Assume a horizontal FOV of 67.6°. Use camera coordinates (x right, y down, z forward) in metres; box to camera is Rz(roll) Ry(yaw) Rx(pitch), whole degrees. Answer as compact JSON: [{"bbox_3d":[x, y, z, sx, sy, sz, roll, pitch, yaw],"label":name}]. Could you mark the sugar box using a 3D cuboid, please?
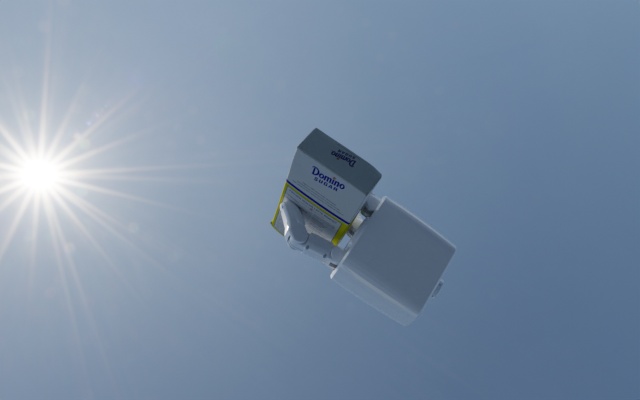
[{"bbox_3d":[0.000,0.002,0.576,0.093,0.048,0.176,35,-37,6],"label":"sugar box"}]
